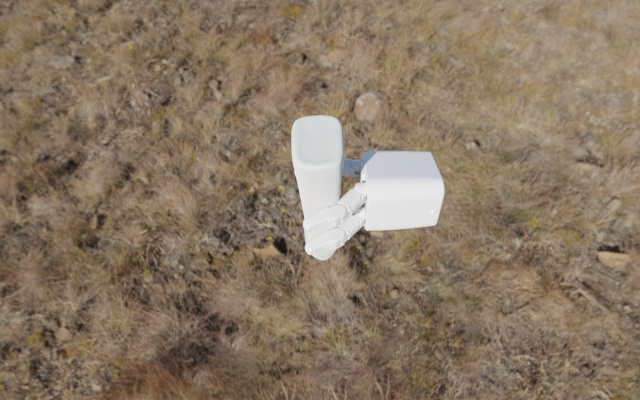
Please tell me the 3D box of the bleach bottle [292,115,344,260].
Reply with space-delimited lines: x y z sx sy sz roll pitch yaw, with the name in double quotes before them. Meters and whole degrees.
"bleach bottle" 0.000 0.002 0.704 0.068 0.102 0.251 -2 -39 1
